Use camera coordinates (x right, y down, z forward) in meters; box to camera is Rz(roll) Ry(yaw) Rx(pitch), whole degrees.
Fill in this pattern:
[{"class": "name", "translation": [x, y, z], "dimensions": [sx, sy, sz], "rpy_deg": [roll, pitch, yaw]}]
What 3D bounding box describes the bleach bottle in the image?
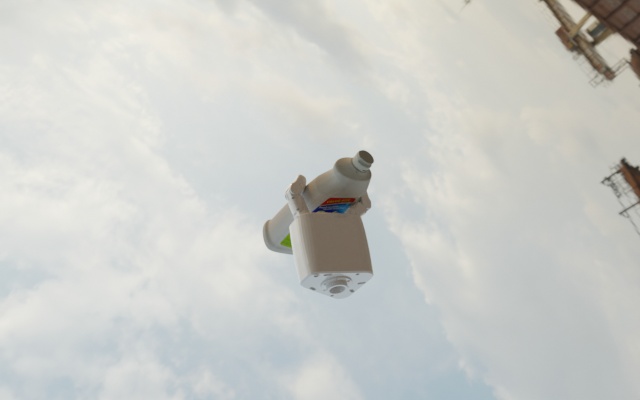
[{"class": "bleach bottle", "translation": [0.000, 0.003, 0.817], "dimensions": [0.102, 0.068, 0.251], "rpy_deg": [13, -43, -30]}]
